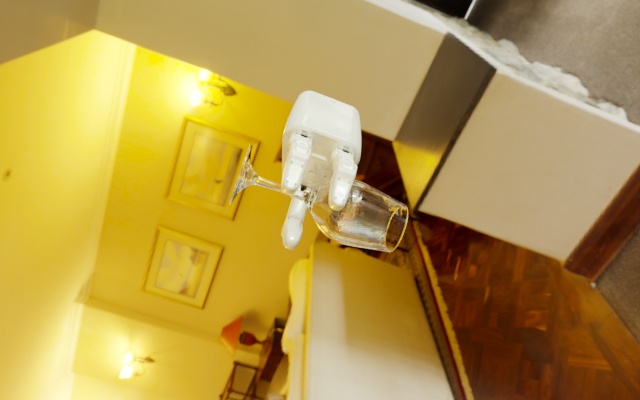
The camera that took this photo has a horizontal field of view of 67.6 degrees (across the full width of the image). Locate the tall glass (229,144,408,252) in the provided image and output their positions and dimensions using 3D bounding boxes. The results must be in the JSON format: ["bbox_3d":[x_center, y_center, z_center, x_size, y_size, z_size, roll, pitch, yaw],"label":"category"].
[{"bbox_3d":[-0.001,0.002,0.568,0.201,0.079,0.079,19,-3,-8],"label":"tall glass"}]
